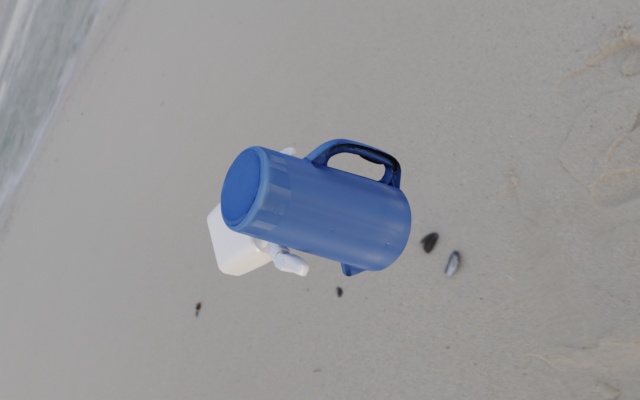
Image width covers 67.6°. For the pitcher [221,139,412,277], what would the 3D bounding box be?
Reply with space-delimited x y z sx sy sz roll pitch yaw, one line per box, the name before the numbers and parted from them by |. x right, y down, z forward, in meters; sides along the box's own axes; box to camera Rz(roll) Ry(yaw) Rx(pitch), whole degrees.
pitcher | 0.000 0.002 0.638 0.243 0.149 0.145 17 -33 -37
